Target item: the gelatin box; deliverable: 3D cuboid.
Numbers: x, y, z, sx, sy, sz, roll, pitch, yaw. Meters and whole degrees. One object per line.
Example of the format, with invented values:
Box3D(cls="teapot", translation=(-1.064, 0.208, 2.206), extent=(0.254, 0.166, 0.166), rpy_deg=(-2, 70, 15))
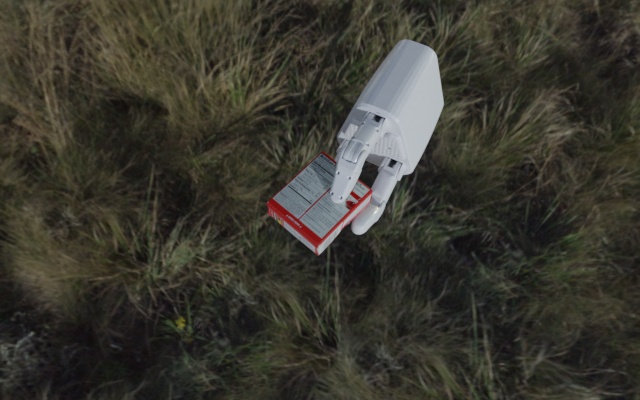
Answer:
Box3D(cls="gelatin box", translation=(0.000, 0.002, 0.503), extent=(0.073, 0.089, 0.030), rpy_deg=(39, -23, 18))
